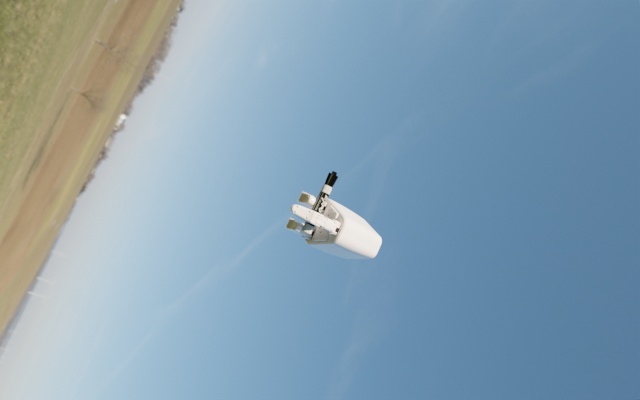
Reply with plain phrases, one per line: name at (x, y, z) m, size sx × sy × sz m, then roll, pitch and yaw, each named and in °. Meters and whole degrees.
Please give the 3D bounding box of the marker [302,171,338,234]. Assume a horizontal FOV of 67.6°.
marker at (0.000, 0.003, 0.861) m, size 0.020 × 0.121 × 0.020 m, roll 25°, pitch -3°, yaw 1°
